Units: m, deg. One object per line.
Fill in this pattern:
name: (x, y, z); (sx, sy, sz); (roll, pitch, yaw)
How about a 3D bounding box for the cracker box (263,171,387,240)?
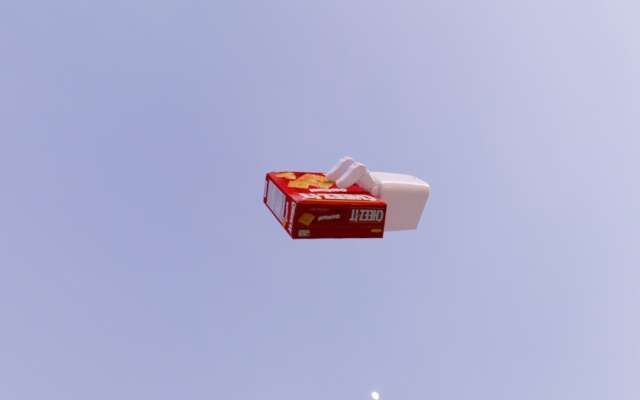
cracker box: (0.000, 0.003, 0.868); (0.164, 0.072, 0.213); (1, 16, -20)
